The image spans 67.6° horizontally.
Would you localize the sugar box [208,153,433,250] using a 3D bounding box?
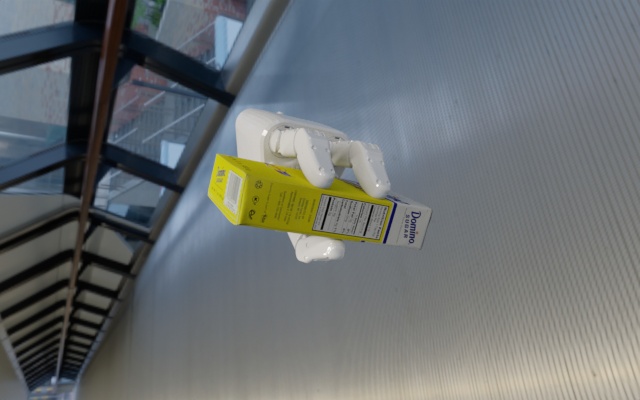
[{"bbox_3d":[0.000,0.001,0.420,0.176,0.048,0.093,7,12,-28],"label":"sugar box"}]
